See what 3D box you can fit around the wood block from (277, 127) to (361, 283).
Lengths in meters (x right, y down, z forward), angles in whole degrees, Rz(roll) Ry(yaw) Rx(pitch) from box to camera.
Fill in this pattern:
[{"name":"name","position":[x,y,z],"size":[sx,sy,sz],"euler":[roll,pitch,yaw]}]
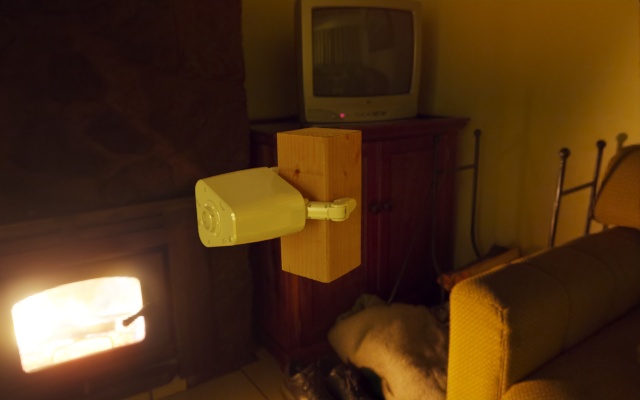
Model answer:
[{"name":"wood block","position":[0.000,0.002,0.702],"size":[0.091,0.206,0.090],"euler":[10,18,36]}]
